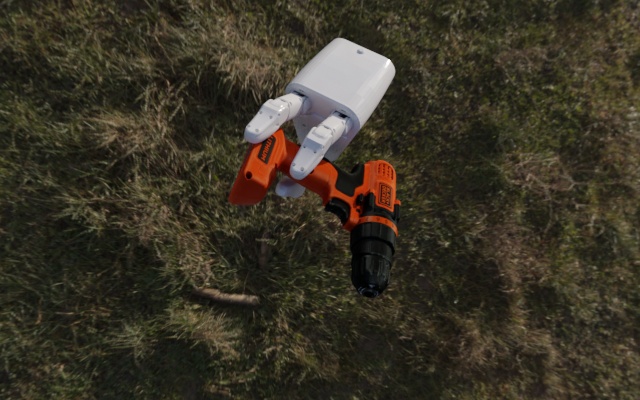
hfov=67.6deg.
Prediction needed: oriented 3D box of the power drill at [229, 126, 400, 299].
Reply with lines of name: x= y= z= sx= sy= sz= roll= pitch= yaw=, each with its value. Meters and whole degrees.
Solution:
power drill: x=0.000 y=0.001 z=0.523 sx=0.188 sy=0.184 sz=0.057 roll=24 pitch=-46 yaw=-15
